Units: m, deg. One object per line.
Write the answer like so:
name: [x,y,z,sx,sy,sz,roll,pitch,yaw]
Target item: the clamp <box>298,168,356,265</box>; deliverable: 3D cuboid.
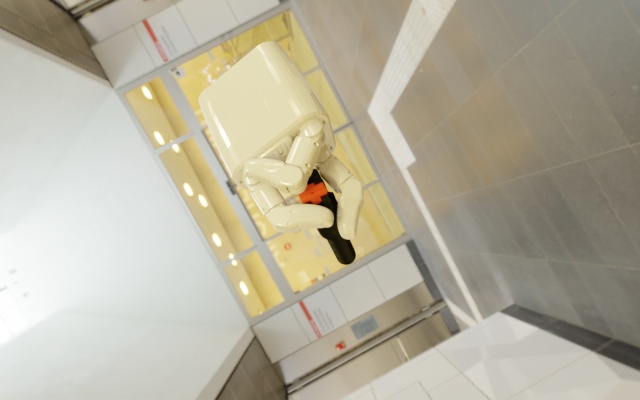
clamp: [0.000,0.002,0.540,0.039,0.120,0.171,-29,-23,-2]
